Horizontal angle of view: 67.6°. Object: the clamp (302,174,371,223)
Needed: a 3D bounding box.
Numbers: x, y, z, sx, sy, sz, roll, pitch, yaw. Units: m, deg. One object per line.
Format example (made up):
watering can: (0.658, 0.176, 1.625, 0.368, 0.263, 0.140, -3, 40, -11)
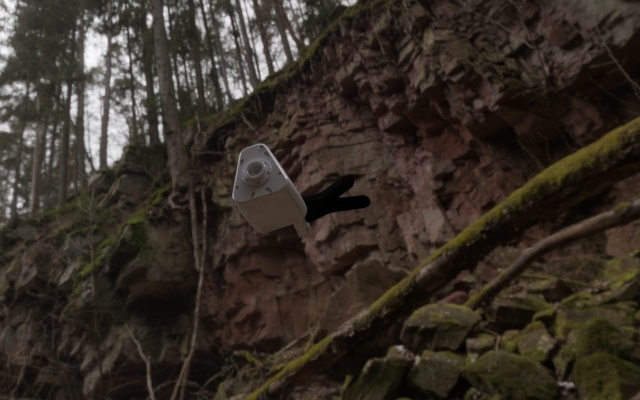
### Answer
clamp: (0.000, 0.002, 0.853, 0.171, 0.039, 0.120, -17, -31, 5)
